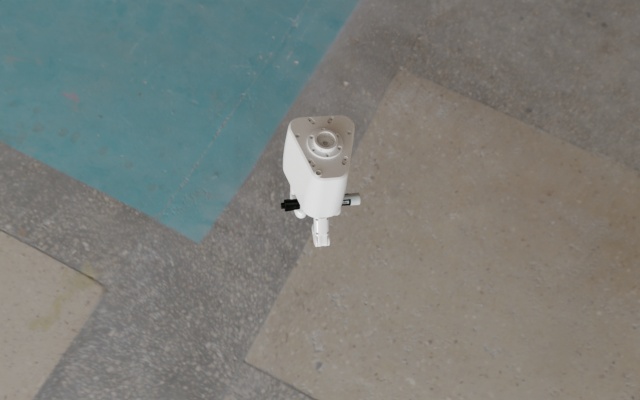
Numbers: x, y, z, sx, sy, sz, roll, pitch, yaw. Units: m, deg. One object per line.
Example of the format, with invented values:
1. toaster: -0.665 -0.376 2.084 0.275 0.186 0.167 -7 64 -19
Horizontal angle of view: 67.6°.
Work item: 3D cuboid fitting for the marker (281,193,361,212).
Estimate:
1. marker: 0.000 0.002 0.723 0.121 0.020 0.020 -5 1 -10
